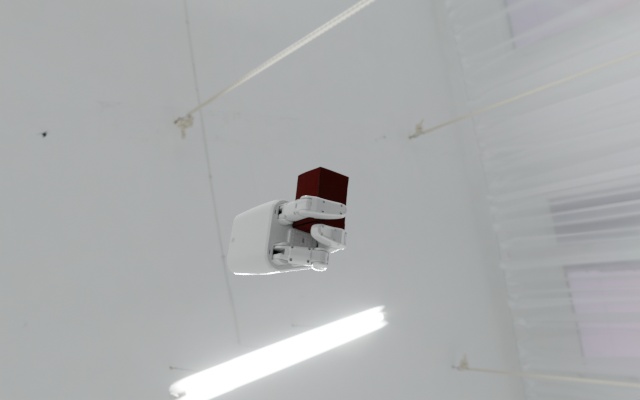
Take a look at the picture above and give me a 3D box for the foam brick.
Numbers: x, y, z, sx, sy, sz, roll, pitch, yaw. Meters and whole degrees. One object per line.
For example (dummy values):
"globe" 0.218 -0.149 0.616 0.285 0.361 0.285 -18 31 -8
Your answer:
"foam brick" 0.000 0.002 0.643 0.053 0.078 0.051 20 -23 -35
